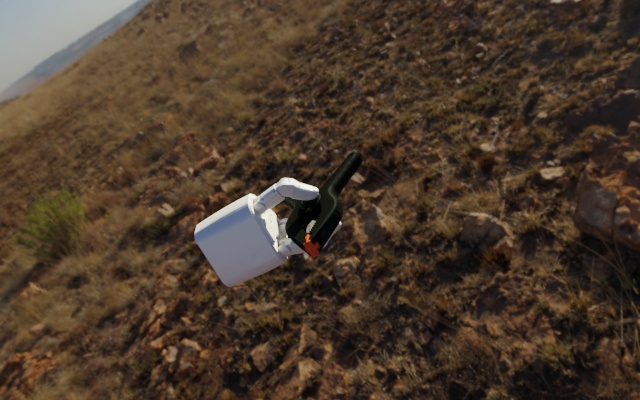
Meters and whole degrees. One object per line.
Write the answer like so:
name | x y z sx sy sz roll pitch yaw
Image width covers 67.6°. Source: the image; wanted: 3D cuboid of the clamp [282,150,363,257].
clamp | 0.000 0.002 0.732 0.164 0.036 0.209 -28 29 13
